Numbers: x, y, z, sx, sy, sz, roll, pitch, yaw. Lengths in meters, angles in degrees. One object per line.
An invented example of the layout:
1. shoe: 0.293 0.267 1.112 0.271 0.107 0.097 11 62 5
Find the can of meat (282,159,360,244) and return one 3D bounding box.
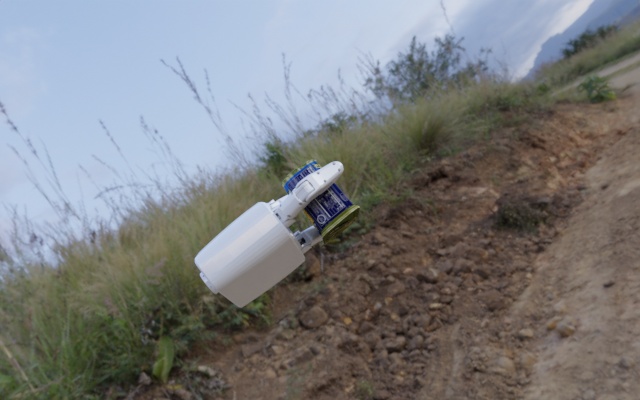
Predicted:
1. can of meat: 0.000 0.002 0.603 0.057 0.084 0.102 -39 -11 -5
